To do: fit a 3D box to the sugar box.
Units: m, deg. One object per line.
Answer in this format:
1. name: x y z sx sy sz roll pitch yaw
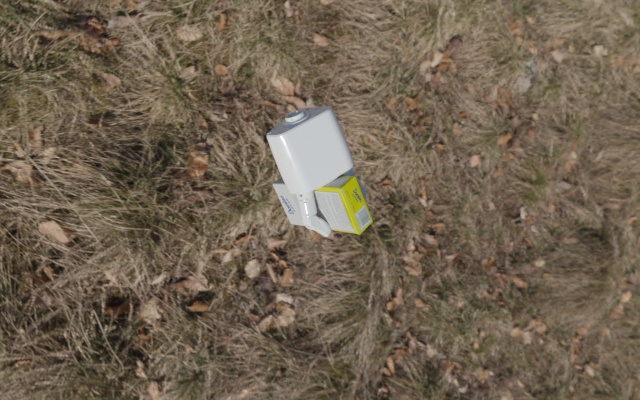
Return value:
1. sugar box: 0.001 0.002 0.830 0.048 0.093 0.176 -39 30 -31
